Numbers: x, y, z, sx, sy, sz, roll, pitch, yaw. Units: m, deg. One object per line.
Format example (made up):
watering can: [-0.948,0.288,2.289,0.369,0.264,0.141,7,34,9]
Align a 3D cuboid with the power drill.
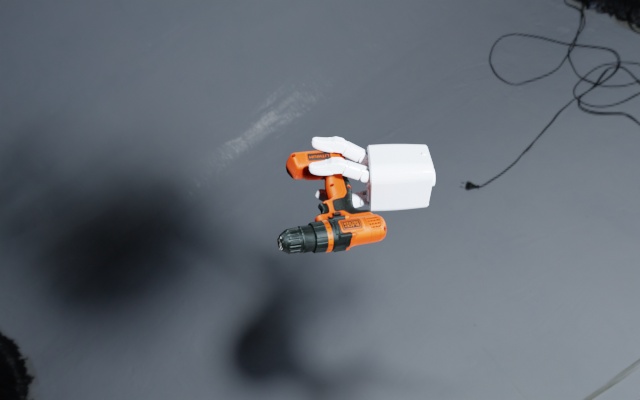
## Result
power drill: [0.000,0.002,0.809,0.184,0.187,0.057,-6,-33,-22]
